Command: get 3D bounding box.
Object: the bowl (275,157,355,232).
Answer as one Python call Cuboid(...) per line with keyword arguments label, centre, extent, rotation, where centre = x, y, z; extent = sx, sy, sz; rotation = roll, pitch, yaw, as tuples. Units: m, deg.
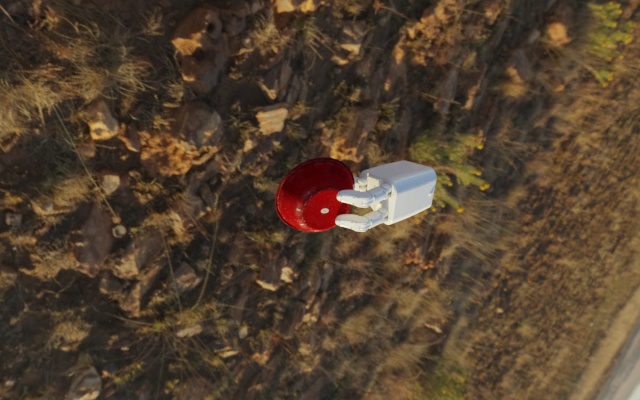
Cuboid(label="bowl", centre=(-0.001, 0.004, 0.884), extent=(0.162, 0.162, 0.055), rotation=(0, 33, -25))
